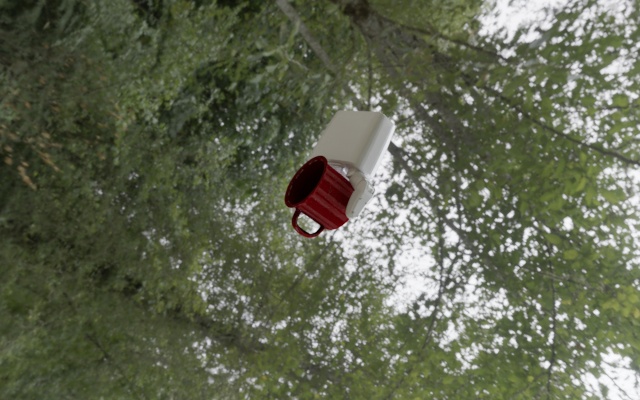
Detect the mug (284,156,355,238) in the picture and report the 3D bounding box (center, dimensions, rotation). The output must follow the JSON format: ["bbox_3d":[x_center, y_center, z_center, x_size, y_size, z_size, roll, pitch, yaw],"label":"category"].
[{"bbox_3d":[0.000,0.004,0.724,0.081,0.117,0.093,37,-18,-27],"label":"mug"}]
